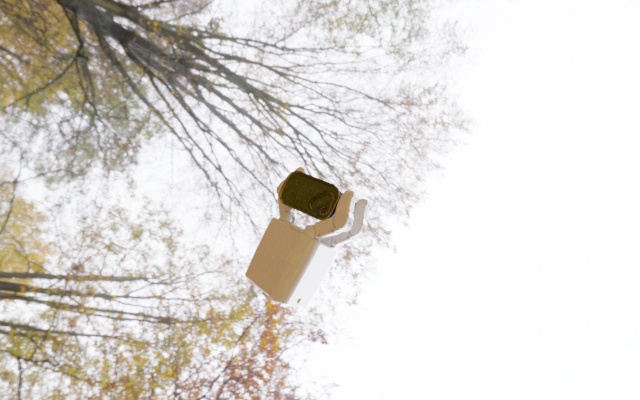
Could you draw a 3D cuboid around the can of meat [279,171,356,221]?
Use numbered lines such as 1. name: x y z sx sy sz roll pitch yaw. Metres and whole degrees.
1. can of meat: 0.000 0.002 0.753 0.102 0.057 0.084 22 -5 32
